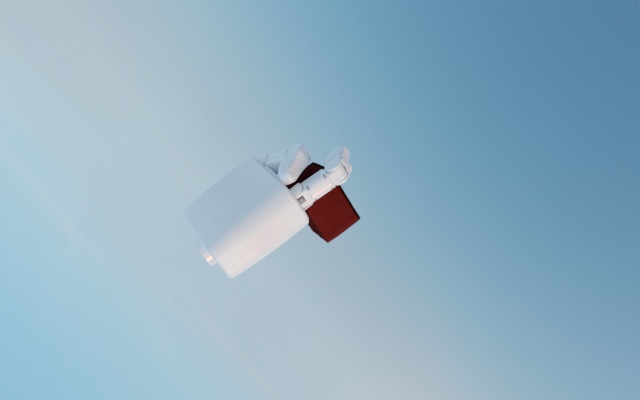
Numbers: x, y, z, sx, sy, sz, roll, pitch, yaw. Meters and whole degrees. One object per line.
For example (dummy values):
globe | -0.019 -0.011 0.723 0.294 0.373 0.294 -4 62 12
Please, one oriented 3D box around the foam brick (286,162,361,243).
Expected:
foam brick | 0.000 0.002 0.573 0.051 0.078 0.053 -39 27 -11
